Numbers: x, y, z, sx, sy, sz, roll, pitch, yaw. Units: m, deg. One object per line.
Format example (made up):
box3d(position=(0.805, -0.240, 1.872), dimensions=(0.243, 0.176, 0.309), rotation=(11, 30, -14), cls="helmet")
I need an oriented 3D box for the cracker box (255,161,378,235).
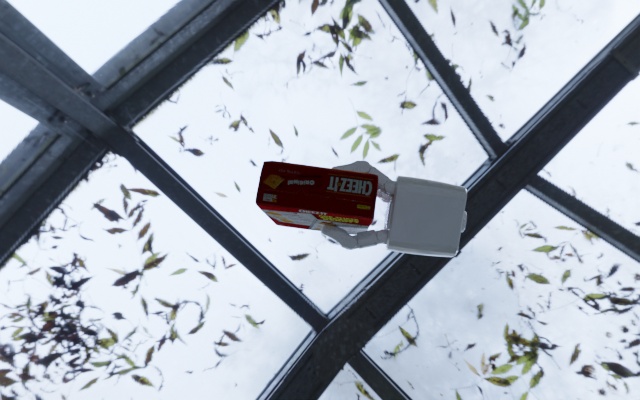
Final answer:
box3d(position=(0.000, 0.003, 0.749), dimensions=(0.164, 0.072, 0.214), rotation=(7, -10, 3), cls="cracker box")
